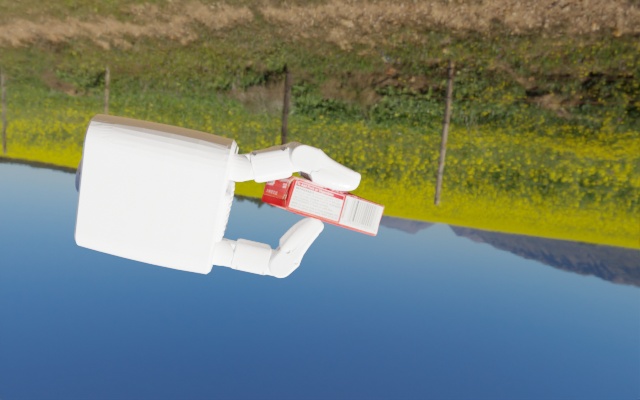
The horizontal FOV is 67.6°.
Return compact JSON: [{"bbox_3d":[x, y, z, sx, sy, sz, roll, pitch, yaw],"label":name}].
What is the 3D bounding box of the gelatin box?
[{"bbox_3d":[0.000,0.002,0.422,0.089,0.030,0.073,17,-1,-21],"label":"gelatin box"}]
